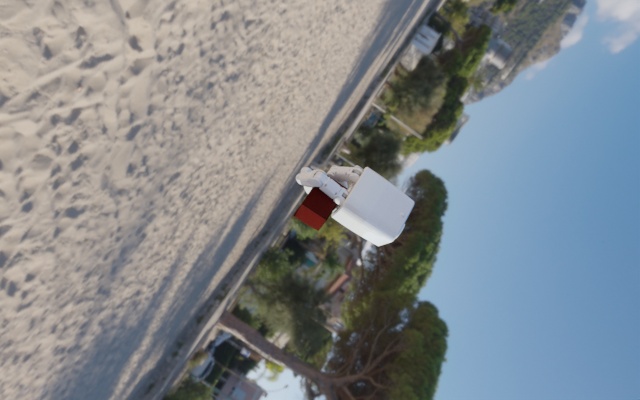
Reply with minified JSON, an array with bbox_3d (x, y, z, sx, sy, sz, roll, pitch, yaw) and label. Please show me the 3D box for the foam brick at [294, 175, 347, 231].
[{"bbox_3d":[0.000,0.003,0.819,0.051,0.078,0.053,35,-30,-1],"label":"foam brick"}]
